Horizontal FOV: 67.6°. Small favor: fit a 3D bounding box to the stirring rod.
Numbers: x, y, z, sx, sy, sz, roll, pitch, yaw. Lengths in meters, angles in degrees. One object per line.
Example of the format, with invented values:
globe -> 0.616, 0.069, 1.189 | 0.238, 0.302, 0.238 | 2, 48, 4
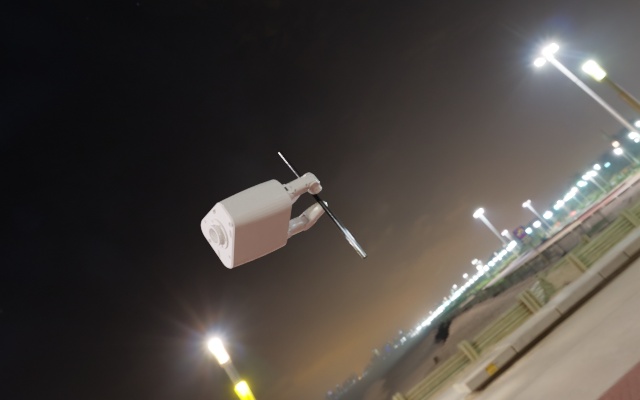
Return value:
stirring rod -> 0.000, 0.003, 0.801 | 0.011, 0.239, 0.011 | -34, -20, -14
